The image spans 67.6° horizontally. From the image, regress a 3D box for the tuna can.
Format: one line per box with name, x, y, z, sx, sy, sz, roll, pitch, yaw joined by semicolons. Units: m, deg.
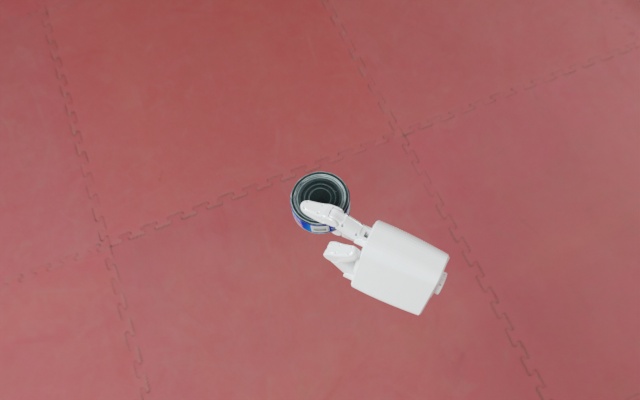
tuna can;0.000;0.002;0.679;0.086;0.086;0.034;0;-25;4
